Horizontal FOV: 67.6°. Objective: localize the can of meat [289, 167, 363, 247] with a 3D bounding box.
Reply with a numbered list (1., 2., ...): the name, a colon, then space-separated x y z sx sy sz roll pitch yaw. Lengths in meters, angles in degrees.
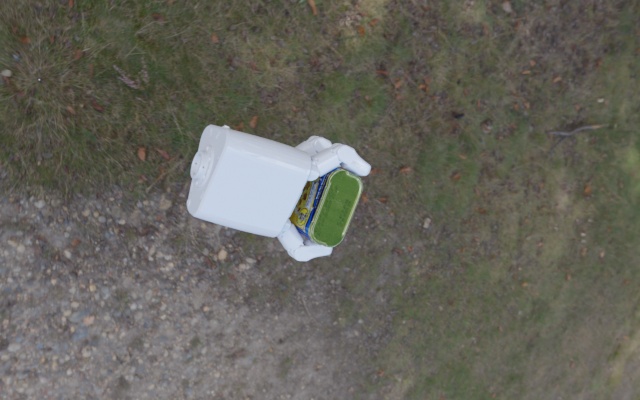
1. can of meat: 0.000 0.002 0.612 0.057 0.102 0.084 19 2 -32
